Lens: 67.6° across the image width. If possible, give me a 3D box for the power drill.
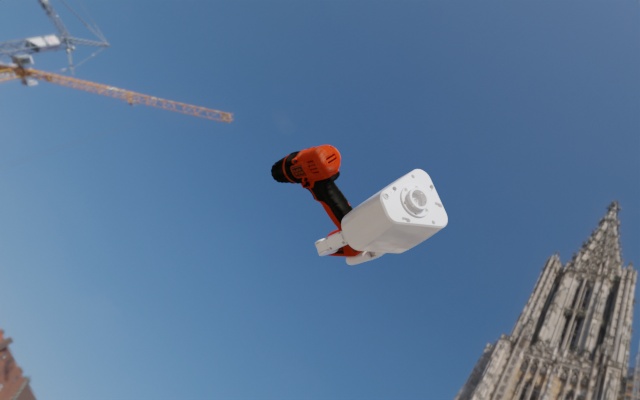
[{"bbox_3d":[0.001,0.003,0.792,0.057,0.188,0.184,-36,14,-26],"label":"power drill"}]
